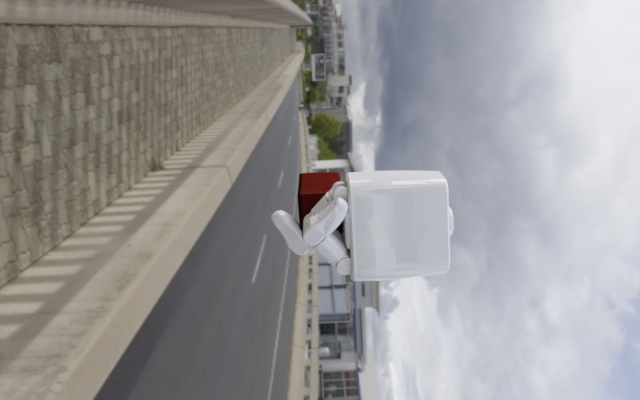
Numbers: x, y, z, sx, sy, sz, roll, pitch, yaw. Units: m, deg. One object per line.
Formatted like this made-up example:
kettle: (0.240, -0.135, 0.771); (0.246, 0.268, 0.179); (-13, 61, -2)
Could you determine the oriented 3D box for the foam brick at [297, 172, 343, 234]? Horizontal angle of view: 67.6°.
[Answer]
foam brick: (0.000, 0.002, 0.584); (0.051, 0.053, 0.078); (-3, 23, 0)
